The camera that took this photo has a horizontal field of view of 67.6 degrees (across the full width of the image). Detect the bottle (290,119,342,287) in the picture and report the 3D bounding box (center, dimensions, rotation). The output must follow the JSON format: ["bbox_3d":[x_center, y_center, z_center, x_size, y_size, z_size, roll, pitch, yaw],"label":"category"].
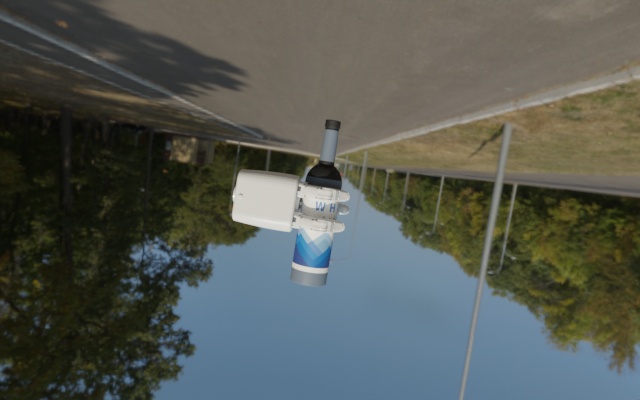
[{"bbox_3d":[0.000,0.003,0.861,0.069,0.296,0.069,9,4,-1],"label":"bottle"}]
